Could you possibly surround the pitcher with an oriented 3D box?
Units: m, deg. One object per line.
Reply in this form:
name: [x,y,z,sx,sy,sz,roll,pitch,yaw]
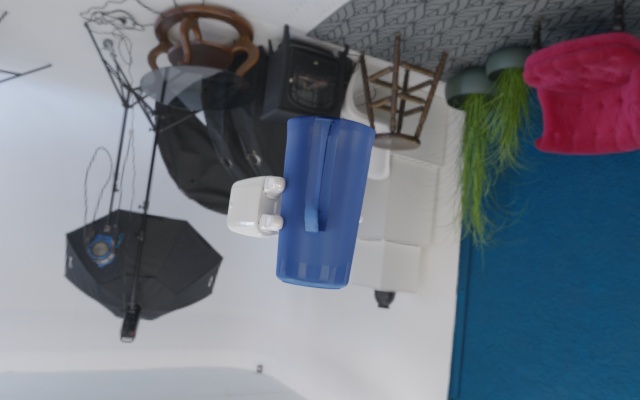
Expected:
pitcher: [0.000,0.002,0.698,0.149,0.243,0.145,11,-7,-39]
